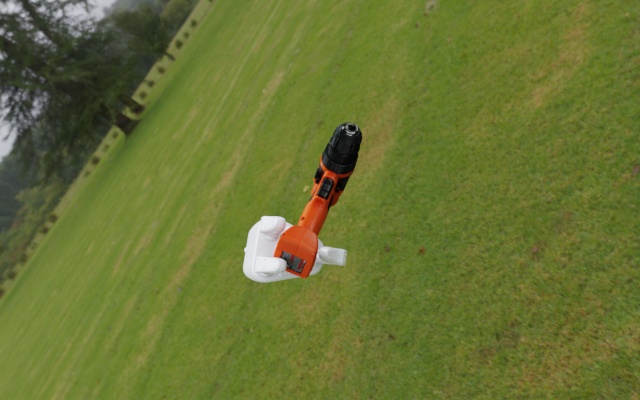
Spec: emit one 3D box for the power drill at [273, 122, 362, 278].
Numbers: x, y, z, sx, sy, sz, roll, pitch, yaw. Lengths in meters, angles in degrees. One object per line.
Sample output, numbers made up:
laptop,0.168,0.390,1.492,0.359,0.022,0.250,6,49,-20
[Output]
power drill,0.000,0.003,0.670,0.057,0.187,0.184,24,-33,4
